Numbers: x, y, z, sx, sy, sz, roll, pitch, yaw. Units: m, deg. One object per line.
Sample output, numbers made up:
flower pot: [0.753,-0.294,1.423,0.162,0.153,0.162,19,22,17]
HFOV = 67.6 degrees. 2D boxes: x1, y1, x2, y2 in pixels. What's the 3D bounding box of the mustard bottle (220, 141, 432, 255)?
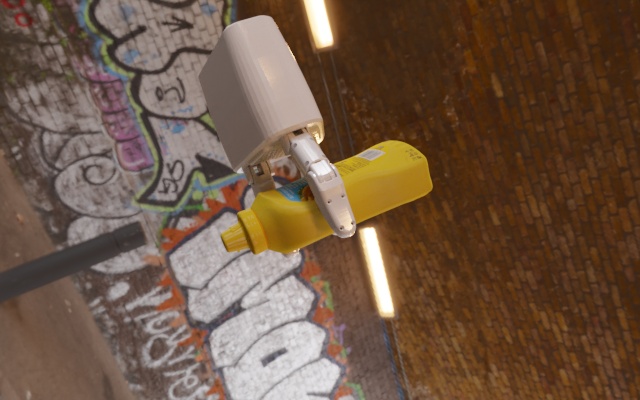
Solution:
mustard bottle: [0.000,0.002,0.443,0.191,0.058,0.096,-22,20,-17]
